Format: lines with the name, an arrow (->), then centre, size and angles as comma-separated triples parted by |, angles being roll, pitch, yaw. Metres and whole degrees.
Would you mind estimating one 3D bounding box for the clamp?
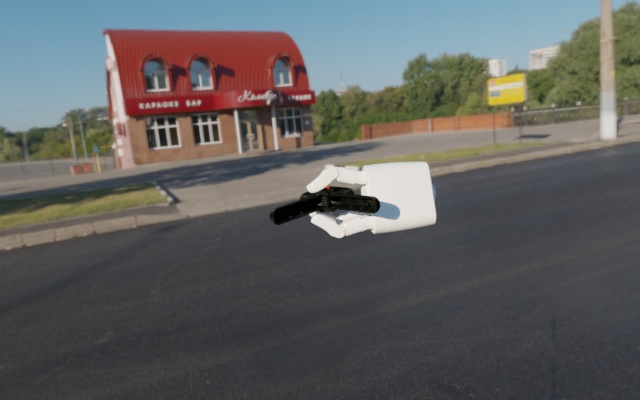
clamp -> 0.000, 0.002, 0.791 | 0.164, 0.036, 0.210 | -7, 9, -3
